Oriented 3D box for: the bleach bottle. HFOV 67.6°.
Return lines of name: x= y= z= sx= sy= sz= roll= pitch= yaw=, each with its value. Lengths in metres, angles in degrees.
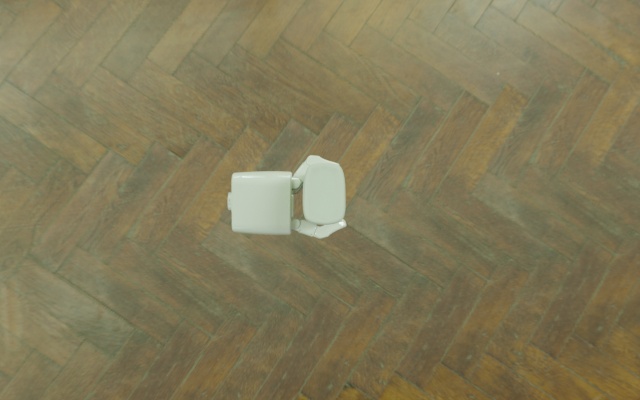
bleach bottle: x=0.000 y=0.003 z=0.873 sx=0.068 sy=0.102 sz=0.251 roll=1 pitch=-8 yaw=-3
